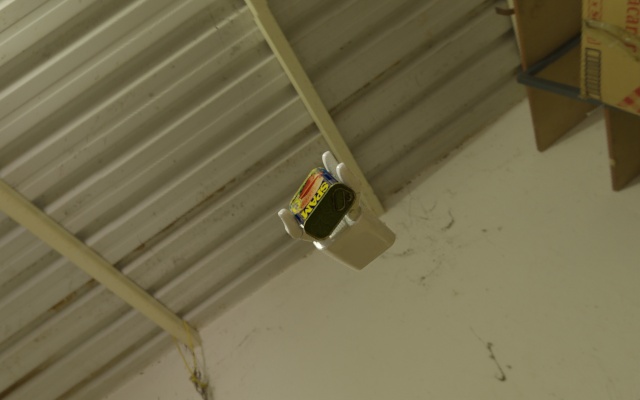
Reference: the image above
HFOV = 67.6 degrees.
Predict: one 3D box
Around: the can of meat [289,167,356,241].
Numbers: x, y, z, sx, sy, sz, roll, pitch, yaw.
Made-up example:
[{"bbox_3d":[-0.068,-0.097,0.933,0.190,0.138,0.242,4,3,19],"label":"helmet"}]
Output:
[{"bbox_3d":[0.000,0.003,0.808,0.057,0.102,0.084,31,9,-33],"label":"can of meat"}]
